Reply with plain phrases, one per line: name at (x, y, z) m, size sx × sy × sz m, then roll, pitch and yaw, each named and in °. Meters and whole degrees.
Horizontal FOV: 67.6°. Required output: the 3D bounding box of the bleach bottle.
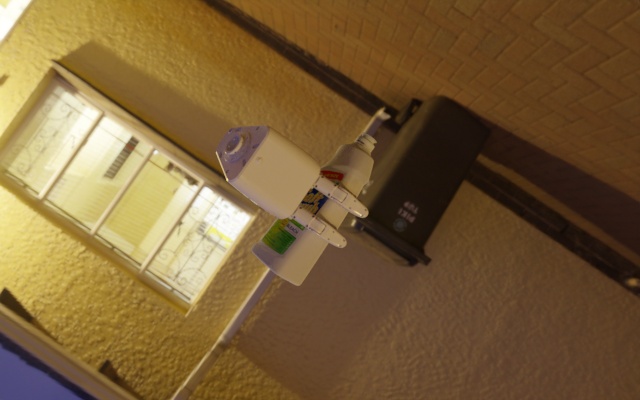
bleach bottle at (0.000, 0.003, 0.742) m, size 0.068 × 0.251 × 0.102 m, roll 37°, pitch -4°, yaw -40°
